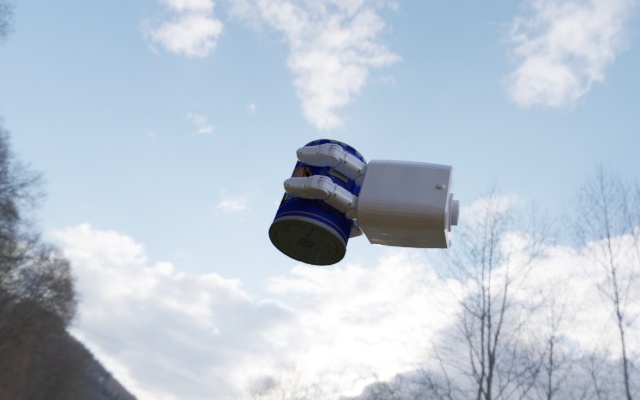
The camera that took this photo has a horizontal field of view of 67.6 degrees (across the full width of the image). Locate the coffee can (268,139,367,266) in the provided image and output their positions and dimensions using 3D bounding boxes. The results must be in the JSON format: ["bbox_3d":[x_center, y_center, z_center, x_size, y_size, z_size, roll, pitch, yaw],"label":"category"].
[{"bbox_3d":[0.000,0.002,0.644,0.103,0.140,0.103,12,-36,9],"label":"coffee can"}]
